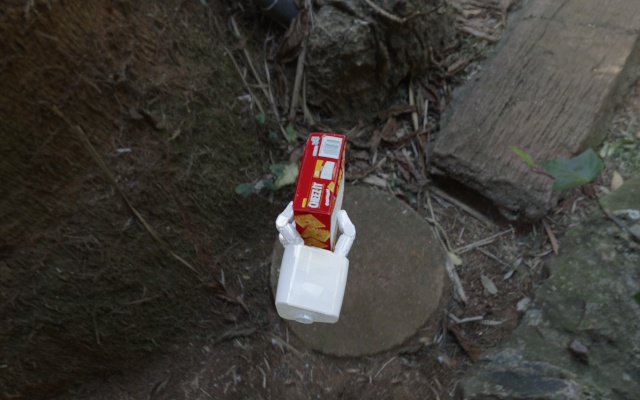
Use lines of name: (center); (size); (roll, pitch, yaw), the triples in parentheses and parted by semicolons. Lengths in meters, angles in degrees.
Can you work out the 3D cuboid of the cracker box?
cracker box: (0.000, 0.003, 0.890); (0.072, 0.164, 0.214); (8, -29, 6)
